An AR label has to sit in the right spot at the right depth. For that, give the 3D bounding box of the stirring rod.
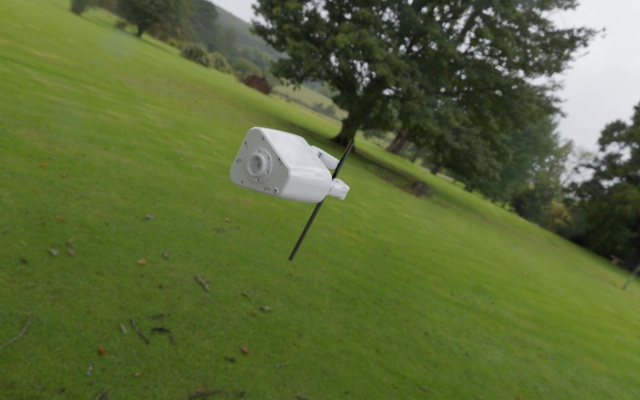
[{"bbox_3d":[0.000,0.003,0.827,0.011,0.239,0.011,26,14,-7],"label":"stirring rod"}]
